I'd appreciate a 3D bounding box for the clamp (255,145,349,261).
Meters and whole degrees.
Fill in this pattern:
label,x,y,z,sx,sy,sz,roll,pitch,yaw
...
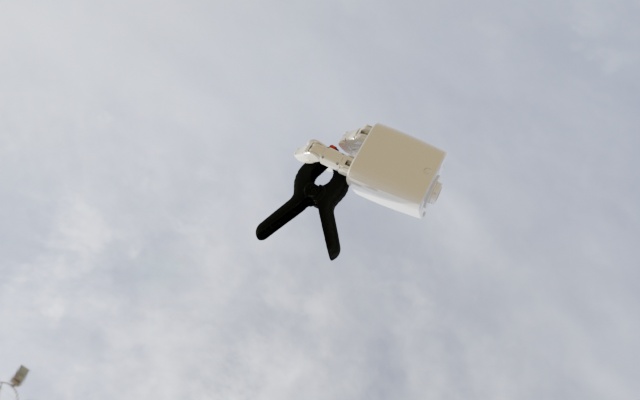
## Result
label,x,y,z,sx,sy,sz,roll,pitch,yaw
clamp,0.000,0.002,0.659,0.120,0.171,0.039,24,-20,17
